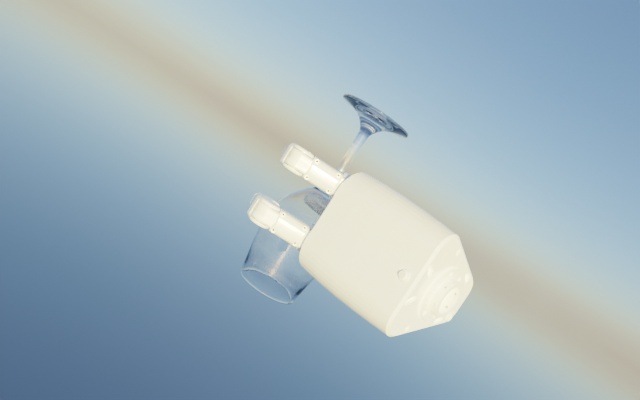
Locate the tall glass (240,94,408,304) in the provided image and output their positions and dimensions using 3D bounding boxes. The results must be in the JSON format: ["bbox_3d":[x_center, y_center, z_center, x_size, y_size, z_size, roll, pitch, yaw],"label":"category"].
[{"bbox_3d":[0.000,0.001,0.468,0.079,0.201,0.079,33,4,-2],"label":"tall glass"}]
